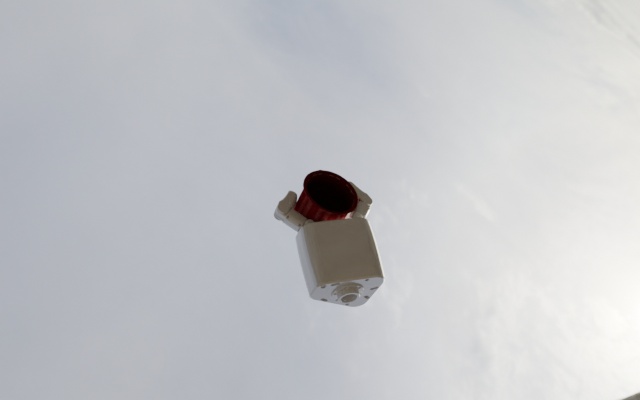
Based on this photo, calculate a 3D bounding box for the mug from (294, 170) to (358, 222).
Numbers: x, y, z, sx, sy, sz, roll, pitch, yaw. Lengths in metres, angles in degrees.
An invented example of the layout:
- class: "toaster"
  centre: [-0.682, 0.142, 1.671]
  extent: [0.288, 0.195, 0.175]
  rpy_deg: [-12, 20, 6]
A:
- class: "mug"
  centre: [0.000, 0.002, 0.784]
  extent: [0.093, 0.117, 0.081]
  rpy_deg: [7, -43, -23]
